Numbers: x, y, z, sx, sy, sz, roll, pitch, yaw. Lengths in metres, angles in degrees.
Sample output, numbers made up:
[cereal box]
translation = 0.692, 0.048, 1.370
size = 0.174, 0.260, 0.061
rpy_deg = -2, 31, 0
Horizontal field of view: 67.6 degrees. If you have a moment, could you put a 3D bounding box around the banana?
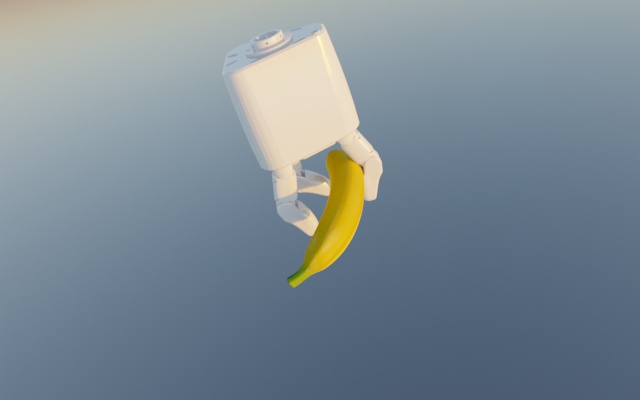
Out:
[banana]
translation = 0.015, 0.001, 0.505
size = 0.069, 0.037, 0.197
rpy_deg = -12, 38, 29
